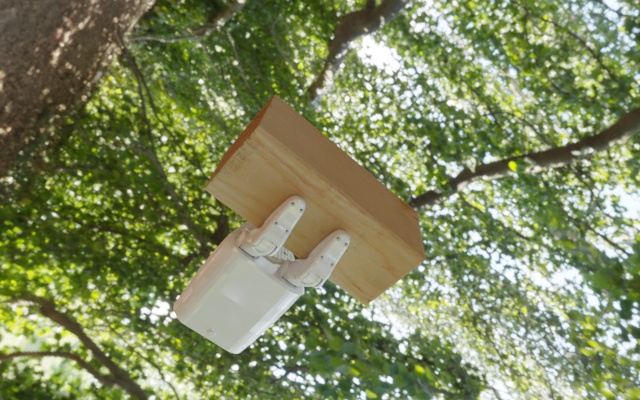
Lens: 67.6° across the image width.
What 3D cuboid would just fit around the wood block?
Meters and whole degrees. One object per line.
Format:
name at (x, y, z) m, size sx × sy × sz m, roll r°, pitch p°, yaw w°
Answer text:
wood block at (0.000, 0.002, 0.491) m, size 0.206 × 0.090 × 0.090 m, roll 38°, pitch 26°, yaw -17°
